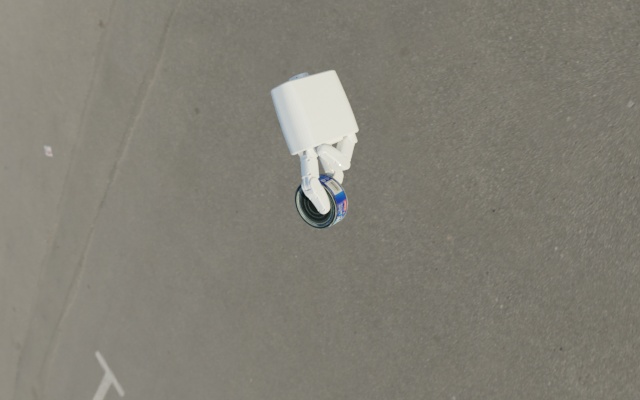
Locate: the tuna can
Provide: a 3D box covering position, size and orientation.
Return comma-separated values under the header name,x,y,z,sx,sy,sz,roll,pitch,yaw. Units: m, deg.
name,x,y,z,sx,sy,sz,roll,pitch,yaw
tuna can,0.000,0.003,0.772,0.086,0.086,0.033,0,19,37
